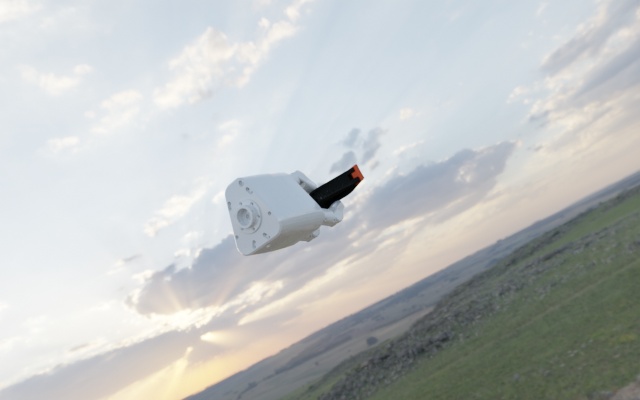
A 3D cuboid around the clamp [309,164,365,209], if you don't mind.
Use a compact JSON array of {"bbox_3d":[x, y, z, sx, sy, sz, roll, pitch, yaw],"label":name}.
[{"bbox_3d":[0.000,0.002,0.835,0.210,0.036,0.164,-35,-11,30],"label":"clamp"}]
